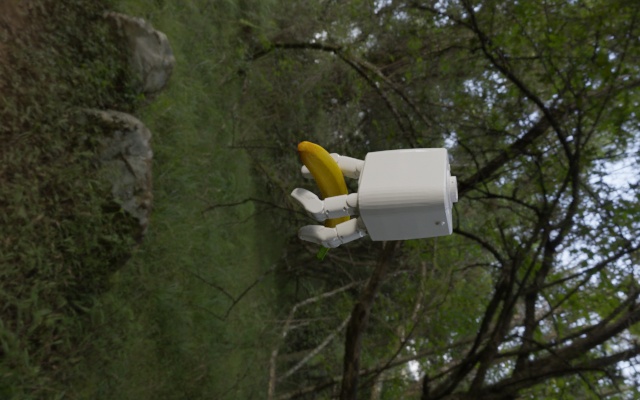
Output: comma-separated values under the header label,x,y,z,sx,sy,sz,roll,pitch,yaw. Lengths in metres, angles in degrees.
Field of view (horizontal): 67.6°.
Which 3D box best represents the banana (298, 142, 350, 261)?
label,x,y,z,sx,sy,sz,roll,pitch,yaw
banana,0.011,-0.005,0.669,0.037,0.198,0.069,15,41,32
